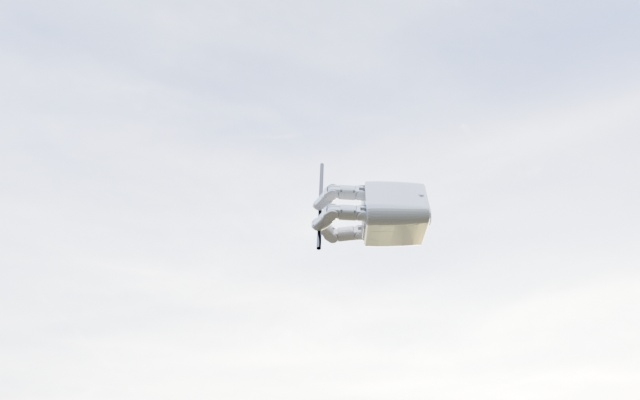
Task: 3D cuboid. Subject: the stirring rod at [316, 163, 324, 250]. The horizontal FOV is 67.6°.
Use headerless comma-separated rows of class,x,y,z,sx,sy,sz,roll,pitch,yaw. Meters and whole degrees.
stirring rod,0.000,0.003,0.880,0.011,0.011,0.239,0,39,2
